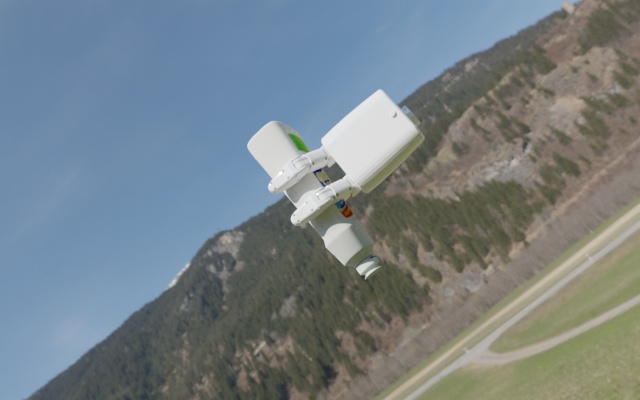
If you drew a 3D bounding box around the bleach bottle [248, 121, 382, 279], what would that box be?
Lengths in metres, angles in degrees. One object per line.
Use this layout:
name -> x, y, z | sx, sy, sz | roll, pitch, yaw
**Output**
bleach bottle -> 0.000, 0.002, 0.671 | 0.068, 0.250, 0.102 | -42, -19, 12
